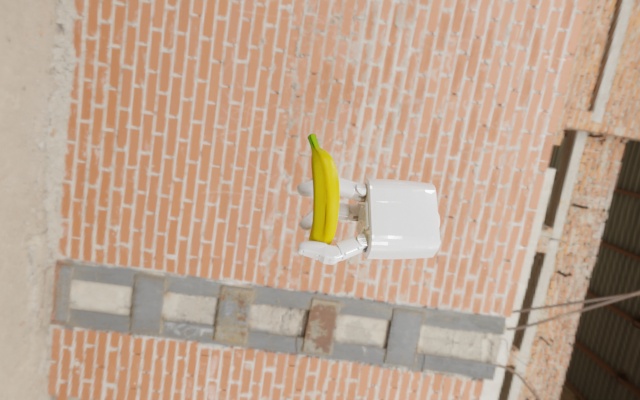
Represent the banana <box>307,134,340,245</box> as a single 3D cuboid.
[{"bbox_3d":[0.004,0.009,0.670,0.037,0.198,0.069,-5,33,-10],"label":"banana"}]
